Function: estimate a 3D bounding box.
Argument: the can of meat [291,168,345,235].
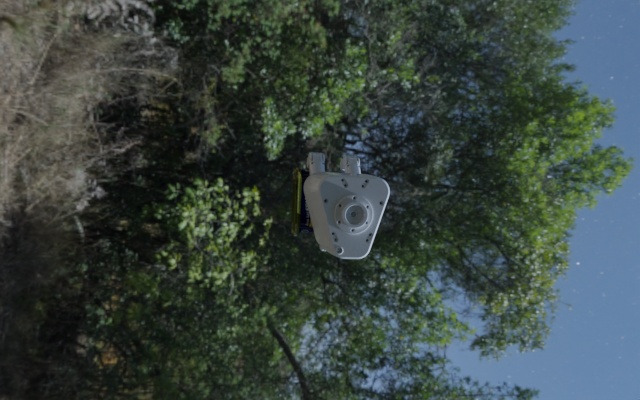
[{"bbox_3d":[0.000,0.003,0.739,0.084,0.102,0.057,2,-1,-9],"label":"can of meat"}]
